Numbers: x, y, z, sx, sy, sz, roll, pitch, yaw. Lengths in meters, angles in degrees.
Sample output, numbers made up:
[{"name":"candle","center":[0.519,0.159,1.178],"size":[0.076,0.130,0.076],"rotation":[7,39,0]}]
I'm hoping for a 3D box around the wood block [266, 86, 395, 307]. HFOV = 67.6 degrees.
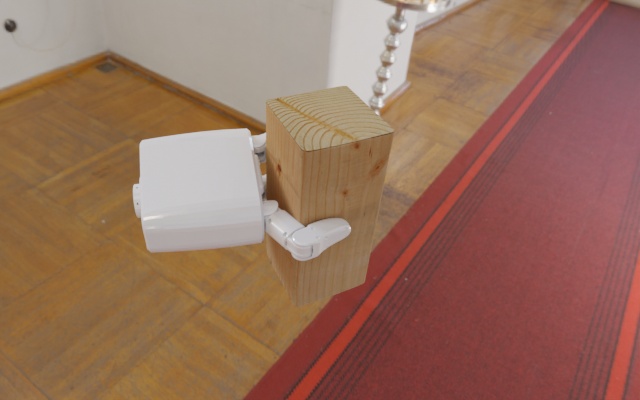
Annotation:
[{"name":"wood block","center":[0.000,0.002,0.493],"size":[0.090,0.206,0.090],"rotation":[-15,45,-22]}]
